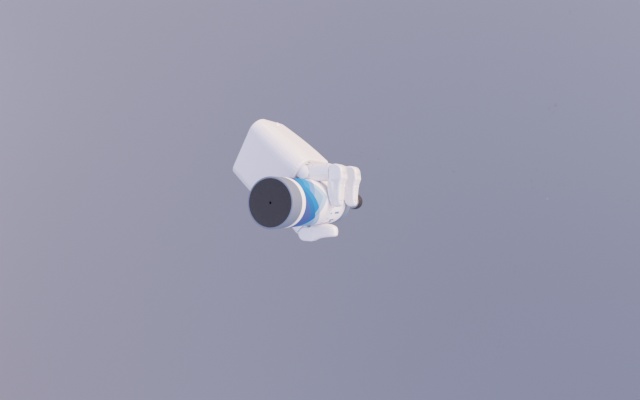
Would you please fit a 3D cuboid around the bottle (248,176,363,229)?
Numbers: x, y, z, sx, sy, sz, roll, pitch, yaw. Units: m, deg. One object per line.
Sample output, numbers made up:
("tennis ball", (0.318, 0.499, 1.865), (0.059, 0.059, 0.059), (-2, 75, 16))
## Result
("bottle", (0.000, 0.002, 0.725), (0.069, 0.069, 0.296), (0, 0, 25))
